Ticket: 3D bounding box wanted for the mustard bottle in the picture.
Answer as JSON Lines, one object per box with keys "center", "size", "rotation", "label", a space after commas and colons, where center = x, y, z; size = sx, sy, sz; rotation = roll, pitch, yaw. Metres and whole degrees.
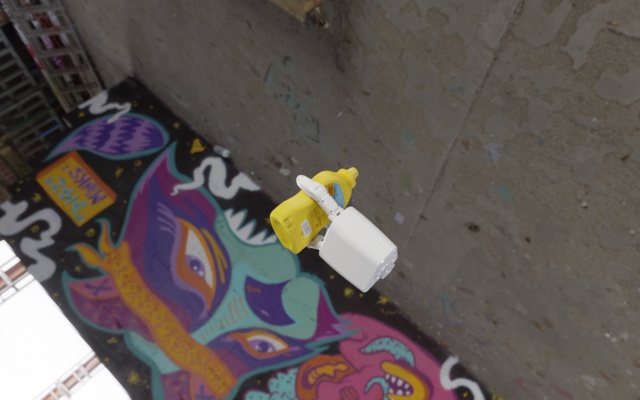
{"center": [0.000, 0.003, 0.864], "size": [0.191, 0.096, 0.058], "rotation": [-41, 45, -23], "label": "mustard bottle"}
